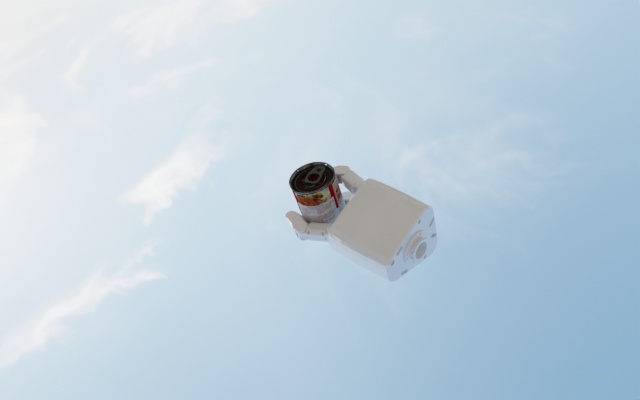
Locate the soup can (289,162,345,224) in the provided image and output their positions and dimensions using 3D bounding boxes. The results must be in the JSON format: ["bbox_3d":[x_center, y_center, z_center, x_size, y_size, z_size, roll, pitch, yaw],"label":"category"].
[{"bbox_3d":[0.000,0.002,0.711,0.068,0.102,0.068,-11,42,10],"label":"soup can"}]
